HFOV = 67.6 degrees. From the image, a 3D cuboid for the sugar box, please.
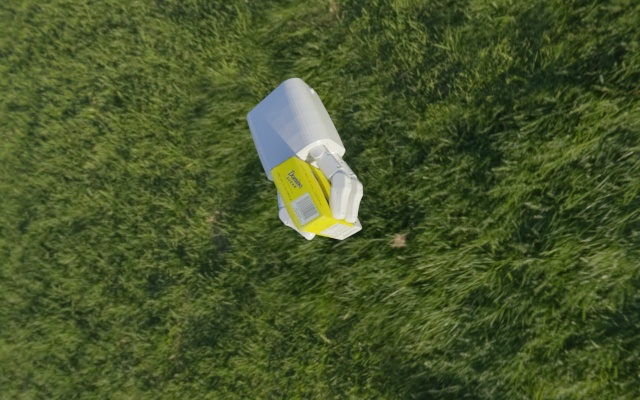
[{"bbox_3d":[0.000,0.002,0.676,0.048,0.093,0.176,-31,-16,16],"label":"sugar box"}]
